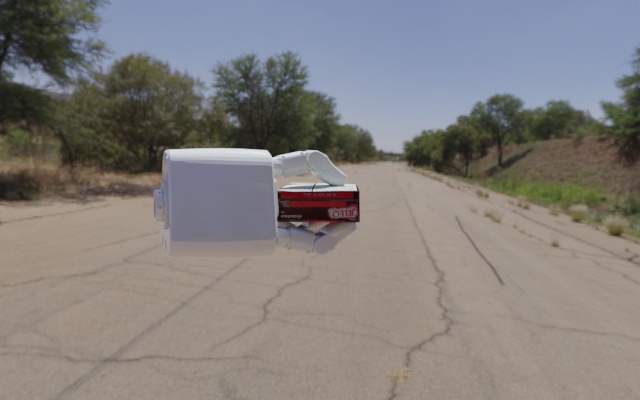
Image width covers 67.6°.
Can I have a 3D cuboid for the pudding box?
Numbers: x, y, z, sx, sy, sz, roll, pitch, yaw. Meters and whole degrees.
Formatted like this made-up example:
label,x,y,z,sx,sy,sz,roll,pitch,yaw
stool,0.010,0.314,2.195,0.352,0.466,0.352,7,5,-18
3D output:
label,x,y,z,sx,sy,sz,roll,pitch,yaw
pudding box,0.000,0.002,0.551,0.090,0.039,0.113,1,7,3
